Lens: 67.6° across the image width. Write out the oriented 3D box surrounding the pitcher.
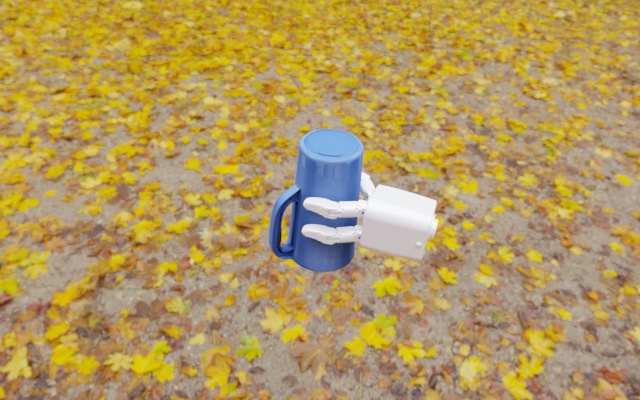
[{"bbox_3d":[0.000,0.003,0.852,0.145,0.243,0.149,16,38,14],"label":"pitcher"}]
